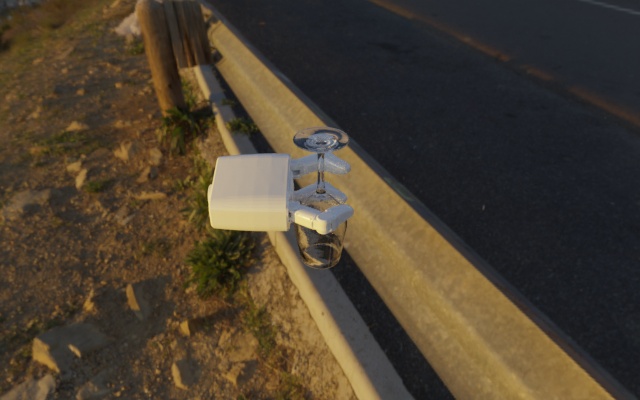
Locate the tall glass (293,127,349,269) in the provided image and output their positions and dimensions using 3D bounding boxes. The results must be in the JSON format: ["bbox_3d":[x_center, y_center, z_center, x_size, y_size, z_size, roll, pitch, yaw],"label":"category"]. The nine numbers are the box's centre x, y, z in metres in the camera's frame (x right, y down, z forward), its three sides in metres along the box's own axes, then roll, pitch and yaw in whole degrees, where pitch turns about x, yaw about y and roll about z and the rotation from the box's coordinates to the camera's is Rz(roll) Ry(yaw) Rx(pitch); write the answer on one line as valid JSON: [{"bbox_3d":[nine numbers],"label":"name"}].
[{"bbox_3d":[0.000,0.002,0.680,0.079,0.201,0.079,0,33,0],"label":"tall glass"}]
